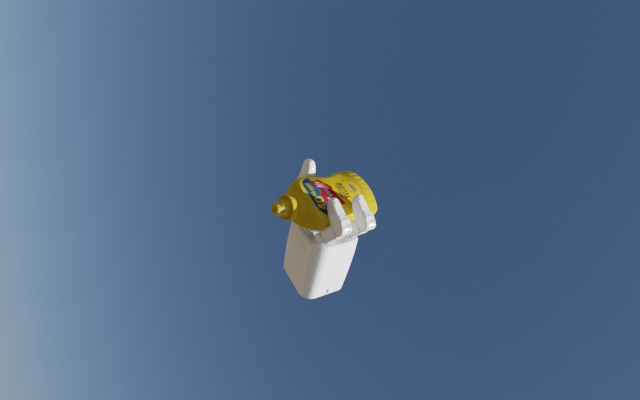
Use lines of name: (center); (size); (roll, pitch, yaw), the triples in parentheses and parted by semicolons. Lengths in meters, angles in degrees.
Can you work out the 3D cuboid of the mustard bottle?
mustard bottle: (0.000, 0.002, 0.779); (0.191, 0.096, 0.058); (-10, -32, -42)
